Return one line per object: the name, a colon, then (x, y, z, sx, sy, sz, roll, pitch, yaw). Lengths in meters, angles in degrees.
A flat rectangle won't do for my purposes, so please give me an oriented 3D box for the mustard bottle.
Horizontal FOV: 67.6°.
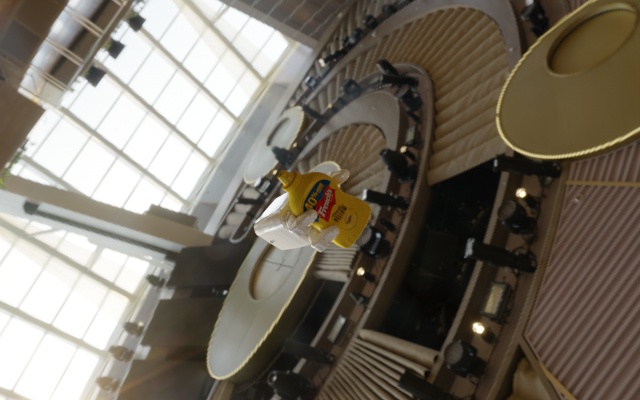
mustard bottle: (0.001, 0.003, 0.879, 0.192, 0.096, 0.058, 35, -8, -25)
